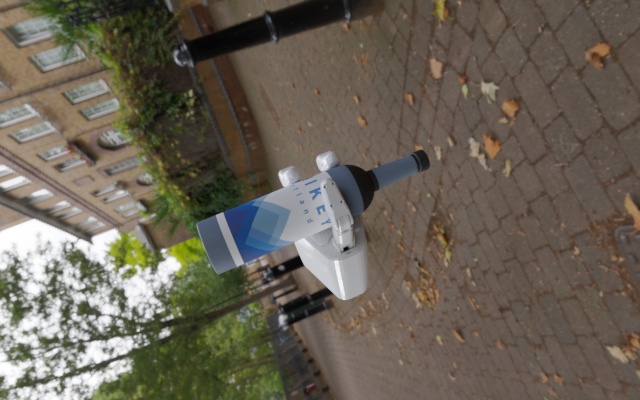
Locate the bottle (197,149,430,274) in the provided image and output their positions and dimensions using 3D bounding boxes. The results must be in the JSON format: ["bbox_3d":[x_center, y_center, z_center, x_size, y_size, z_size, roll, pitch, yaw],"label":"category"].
[{"bbox_3d":[0.000,0.002,0.590,0.295,0.069,0.069,-22,4,-10],"label":"bottle"}]
